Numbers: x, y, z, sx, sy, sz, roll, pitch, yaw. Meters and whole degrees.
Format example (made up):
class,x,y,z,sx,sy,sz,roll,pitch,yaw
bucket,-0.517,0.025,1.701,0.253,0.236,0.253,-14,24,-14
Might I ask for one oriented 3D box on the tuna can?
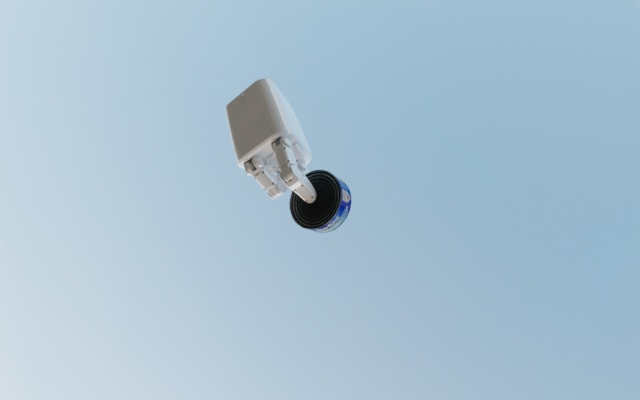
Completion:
class,x,y,z,sx,sy,sz,roll,pitch,yaw
tuna can,0.000,0.002,0.674,0.086,0.086,0.034,0,-15,34
